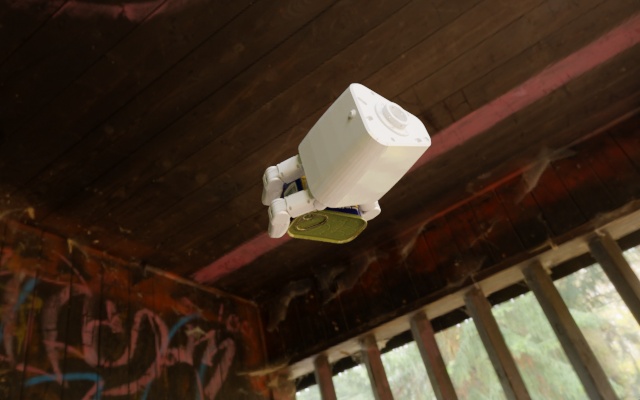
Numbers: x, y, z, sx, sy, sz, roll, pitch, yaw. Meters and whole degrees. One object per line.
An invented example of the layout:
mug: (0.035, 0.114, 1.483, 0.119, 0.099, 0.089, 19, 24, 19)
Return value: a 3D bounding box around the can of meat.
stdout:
can of meat: (0.000, 0.002, 0.616, 0.102, 0.084, 0.057, 10, -42, -32)
